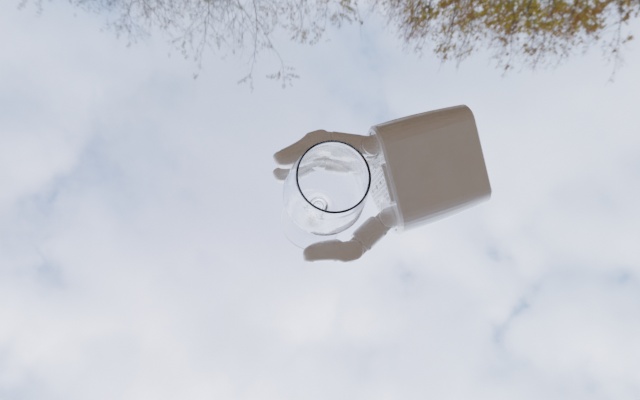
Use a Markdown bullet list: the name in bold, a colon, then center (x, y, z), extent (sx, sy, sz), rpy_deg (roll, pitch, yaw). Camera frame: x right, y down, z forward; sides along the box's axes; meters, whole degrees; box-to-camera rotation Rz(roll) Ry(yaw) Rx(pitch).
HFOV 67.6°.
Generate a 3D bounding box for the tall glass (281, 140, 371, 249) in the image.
- **tall glass**: center (0.000, 0.002, 0.480), extent (0.079, 0.079, 0.201), rpy_deg (0, -12, -6)
